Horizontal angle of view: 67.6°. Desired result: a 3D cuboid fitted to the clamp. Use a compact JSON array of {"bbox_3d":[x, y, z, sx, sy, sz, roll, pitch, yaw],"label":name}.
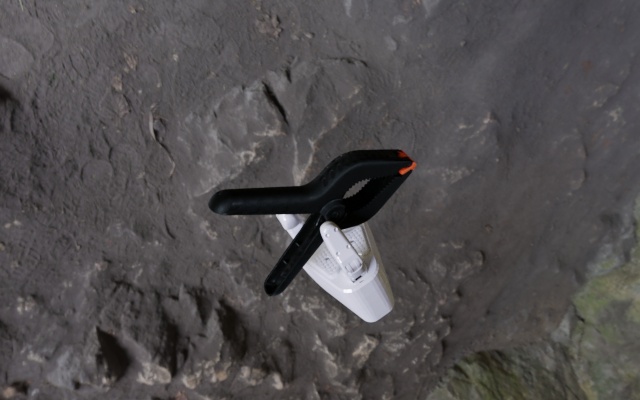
[{"bbox_3d":[0.001,0.002,0.482,0.210,0.036,0.165,-34,-41,-3],"label":"clamp"}]
